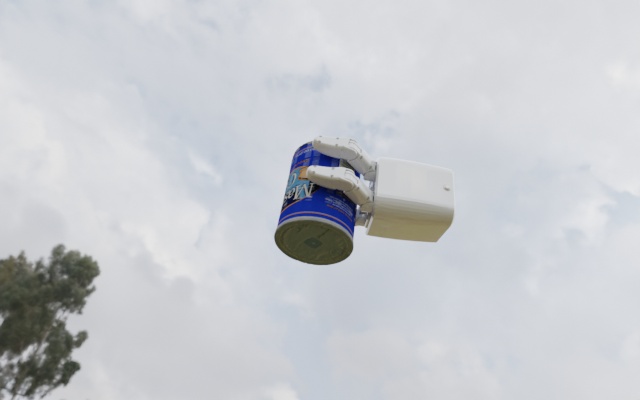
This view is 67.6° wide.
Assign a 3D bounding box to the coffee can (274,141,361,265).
[{"bbox_3d":[0.000,0.002,0.652,0.103,0.140,0.103,6,-38,5],"label":"coffee can"}]
